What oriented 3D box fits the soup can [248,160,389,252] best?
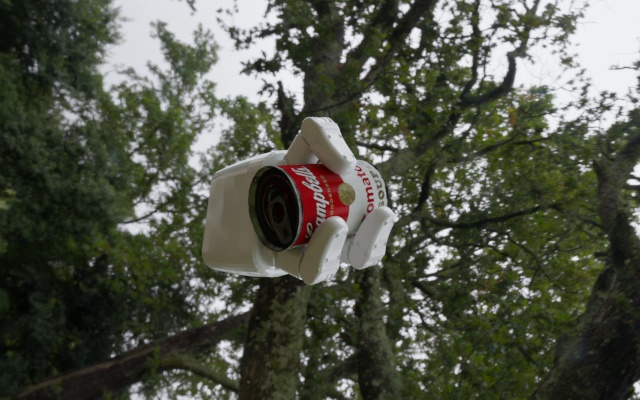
[{"bbox_3d":[0.001,0.001,0.404,0.102,0.068,0.068,-8,5,-41],"label":"soup can"}]
